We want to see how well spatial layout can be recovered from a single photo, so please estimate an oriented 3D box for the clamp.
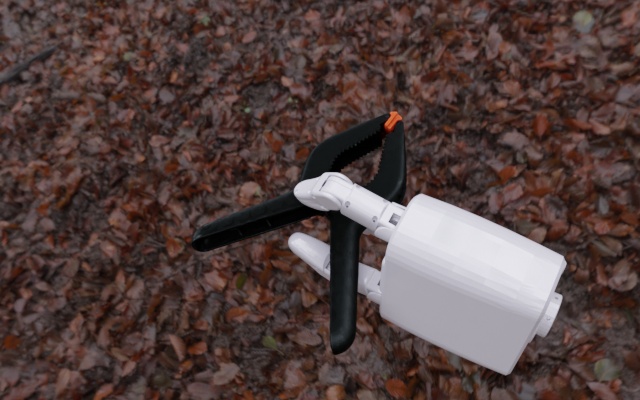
[{"bbox_3d":[0.000,0.001,0.410,0.164,0.210,0.036,24,-23,22],"label":"clamp"}]
